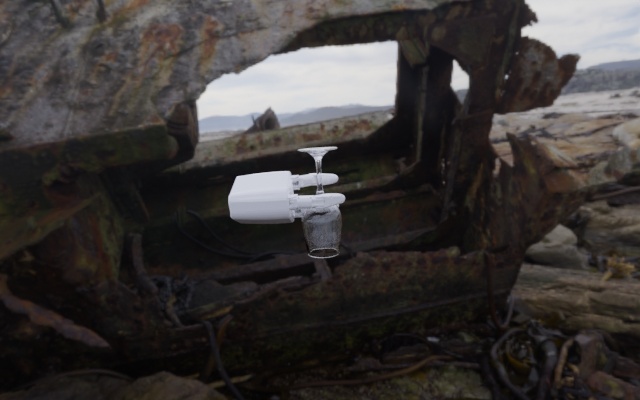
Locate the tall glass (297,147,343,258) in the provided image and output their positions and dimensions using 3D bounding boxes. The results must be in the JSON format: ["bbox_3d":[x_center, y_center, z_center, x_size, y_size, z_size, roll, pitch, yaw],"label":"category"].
[{"bbox_3d":[0.000,0.002,0.894,0.079,0.201,0.079,-4,9,1],"label":"tall glass"}]
